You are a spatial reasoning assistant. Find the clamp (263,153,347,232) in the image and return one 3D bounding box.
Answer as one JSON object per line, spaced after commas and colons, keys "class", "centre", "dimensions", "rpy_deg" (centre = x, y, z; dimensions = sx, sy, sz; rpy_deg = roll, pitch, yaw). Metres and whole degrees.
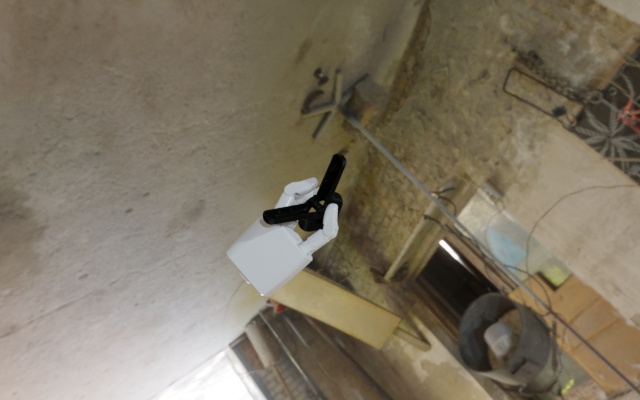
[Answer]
{"class": "clamp", "centre": [0.001, 0.004, 0.846], "dimensions": [0.164, 0.036, 0.210], "rpy_deg": [-41, -23, 4]}
